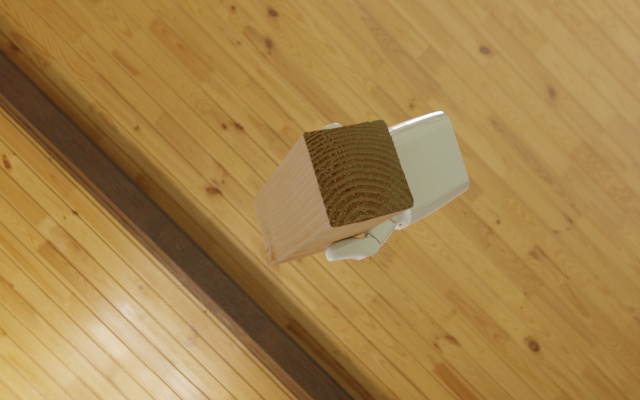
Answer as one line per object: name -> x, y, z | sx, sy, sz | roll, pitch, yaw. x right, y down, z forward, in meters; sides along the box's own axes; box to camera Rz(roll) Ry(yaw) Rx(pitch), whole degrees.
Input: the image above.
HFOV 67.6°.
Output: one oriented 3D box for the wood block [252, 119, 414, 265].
wood block -> 0.000, 0.002, 0.518 | 0.090, 0.091, 0.206 | -13, -11, -24
